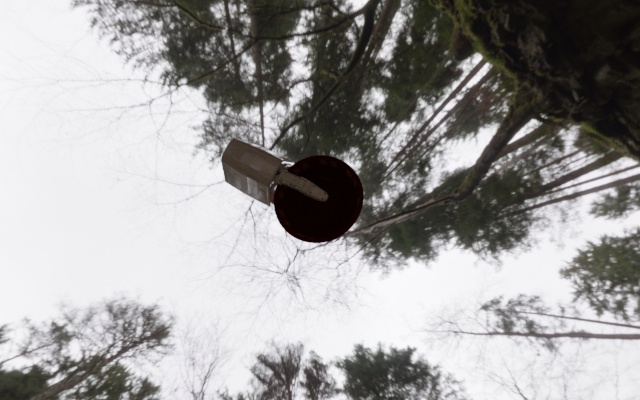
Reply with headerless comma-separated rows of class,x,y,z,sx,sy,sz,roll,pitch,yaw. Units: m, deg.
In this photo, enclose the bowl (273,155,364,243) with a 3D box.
bowl,0.001,0.004,0.861,0.162,0.162,0.055,0,-17,12
